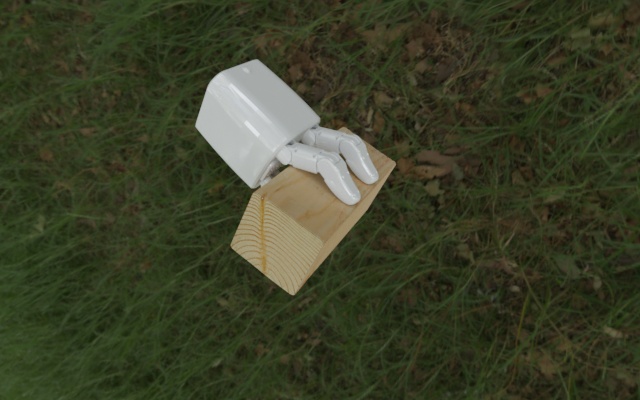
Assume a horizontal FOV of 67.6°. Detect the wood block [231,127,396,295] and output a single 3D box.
[{"bbox_3d":[0.000,0.002,0.566,0.090,0.091,0.206,36,38,9],"label":"wood block"}]
